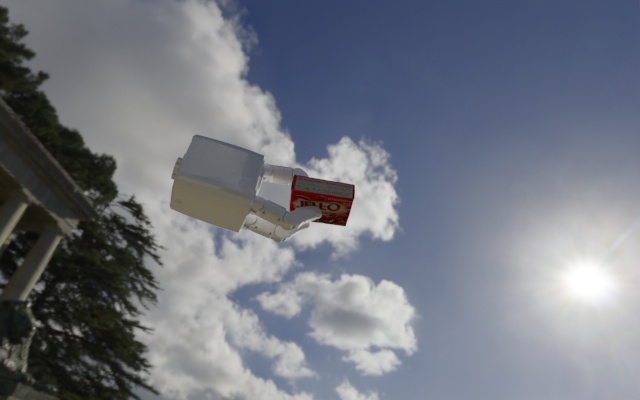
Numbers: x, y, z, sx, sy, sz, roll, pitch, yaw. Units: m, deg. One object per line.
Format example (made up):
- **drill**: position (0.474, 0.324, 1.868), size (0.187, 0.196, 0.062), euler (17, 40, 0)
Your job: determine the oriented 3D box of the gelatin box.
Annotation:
- **gelatin box**: position (0.000, 0.002, 0.686), size (0.089, 0.030, 0.073), euler (9, -35, -2)
